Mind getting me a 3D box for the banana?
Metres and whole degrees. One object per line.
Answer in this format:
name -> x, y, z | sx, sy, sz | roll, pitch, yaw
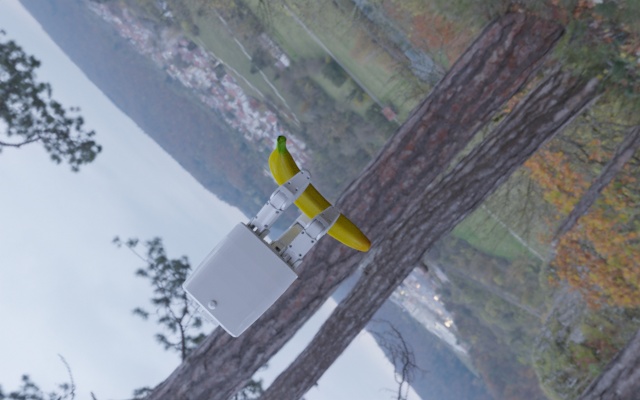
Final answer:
banana -> -0.010, -0.001, 0.648 | 0.037, 0.198, 0.069 | -46, 18, -16
